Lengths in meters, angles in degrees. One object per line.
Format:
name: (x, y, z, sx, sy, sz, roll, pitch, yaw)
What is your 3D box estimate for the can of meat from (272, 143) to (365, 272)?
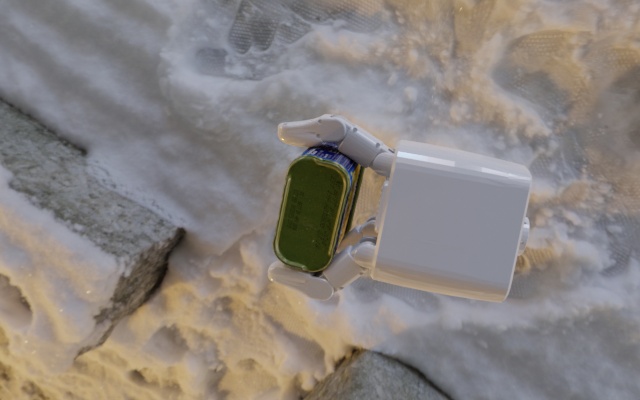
can of meat: (0.000, 0.001, 0.417, 0.057, 0.102, 0.084, 15, 19, 8)
